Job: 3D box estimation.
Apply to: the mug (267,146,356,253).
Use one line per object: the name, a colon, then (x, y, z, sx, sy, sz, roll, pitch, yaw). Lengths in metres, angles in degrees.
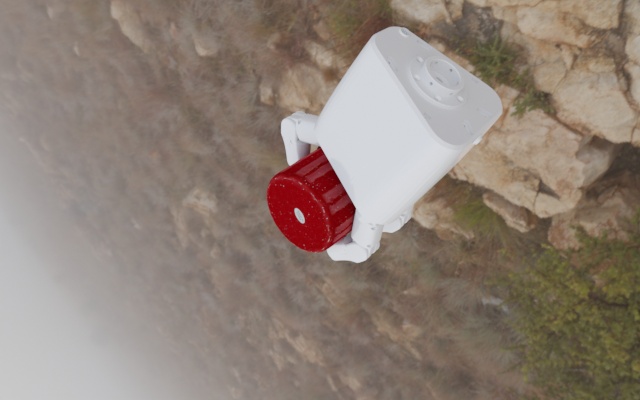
mug: (-0.001, 0.002, 0.457, 0.081, 0.093, 0.117, -35, -12, -37)
